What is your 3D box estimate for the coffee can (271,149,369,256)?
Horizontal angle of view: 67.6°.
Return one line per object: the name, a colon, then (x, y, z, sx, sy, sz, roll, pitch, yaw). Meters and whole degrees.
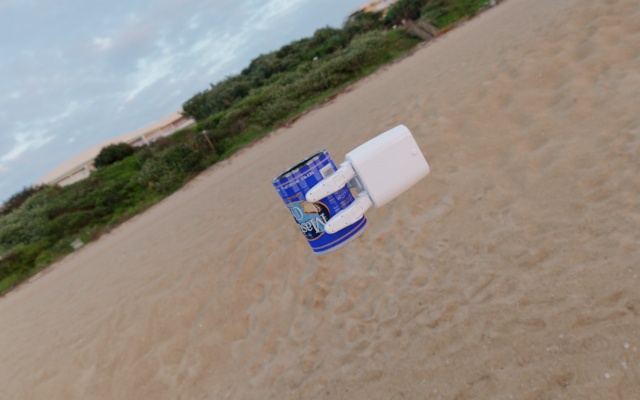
coffee can: (0.000, 0.003, 0.768, 0.103, 0.140, 0.103, -30, 9, 5)
